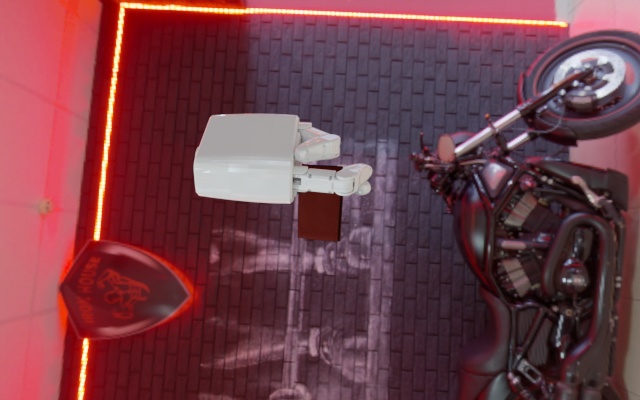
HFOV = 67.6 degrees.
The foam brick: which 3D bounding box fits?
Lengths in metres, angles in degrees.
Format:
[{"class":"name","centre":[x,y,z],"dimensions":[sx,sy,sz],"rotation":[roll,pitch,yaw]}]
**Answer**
[{"class":"foam brick","centre":[0.000,0.002,0.569],"dimensions":[0.051,0.078,0.053],"rotation":[2,26,0]}]
